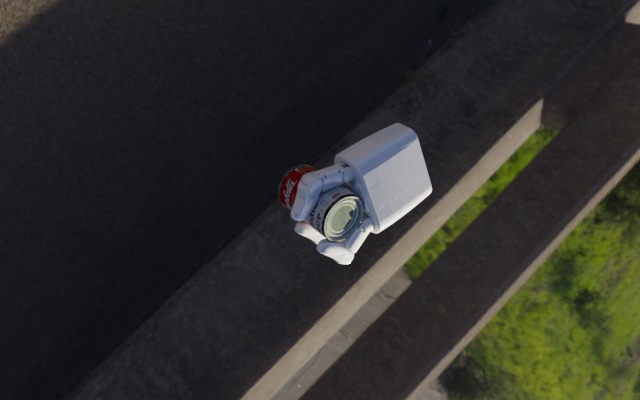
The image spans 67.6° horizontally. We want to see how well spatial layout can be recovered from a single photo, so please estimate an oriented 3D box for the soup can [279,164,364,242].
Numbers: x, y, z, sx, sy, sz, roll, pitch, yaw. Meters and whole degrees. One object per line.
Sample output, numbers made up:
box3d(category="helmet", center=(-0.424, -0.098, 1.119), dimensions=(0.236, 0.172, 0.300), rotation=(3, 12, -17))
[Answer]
box3d(category="soup can", center=(0.000, 0.002, 0.629), dimensions=(0.068, 0.068, 0.102), rotation=(0, 25, -41))
